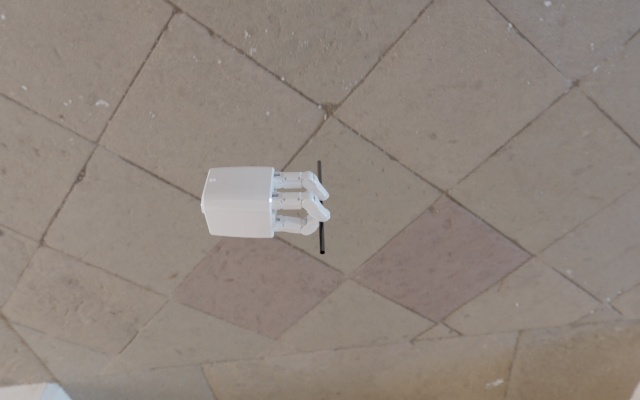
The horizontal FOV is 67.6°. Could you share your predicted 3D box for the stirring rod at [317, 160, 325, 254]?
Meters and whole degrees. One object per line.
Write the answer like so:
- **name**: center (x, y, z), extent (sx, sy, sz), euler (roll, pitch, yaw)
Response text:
- **stirring rod**: center (0.000, 0.003, 0.805), extent (0.011, 0.011, 0.239), euler (0, 39, -2)
